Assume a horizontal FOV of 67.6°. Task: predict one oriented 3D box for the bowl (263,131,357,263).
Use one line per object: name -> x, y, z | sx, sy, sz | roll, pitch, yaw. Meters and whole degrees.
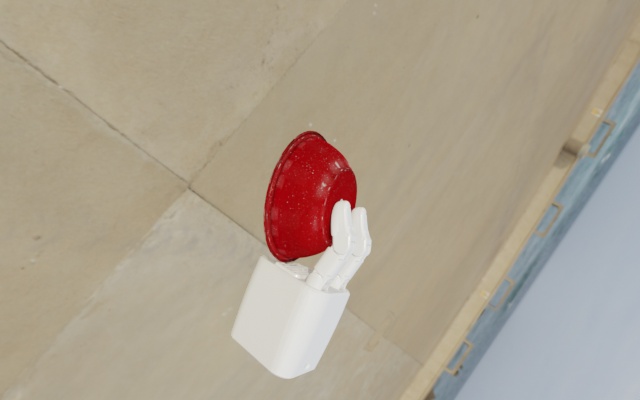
bowl -> 0.001, 0.001, 0.563 | 0.055, 0.162, 0.162 | 13, 6, 25
